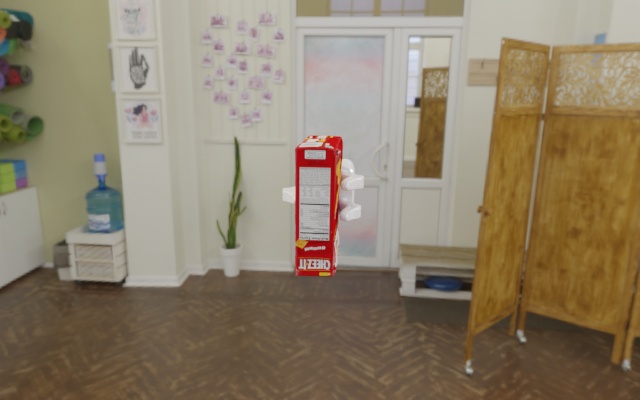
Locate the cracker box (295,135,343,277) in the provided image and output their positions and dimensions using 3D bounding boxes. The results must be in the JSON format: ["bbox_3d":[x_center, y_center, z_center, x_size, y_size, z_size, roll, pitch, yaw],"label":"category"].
[{"bbox_3d":[0.000,0.003,0.826,0.072,0.214,0.164,2,14,5],"label":"cracker box"}]
